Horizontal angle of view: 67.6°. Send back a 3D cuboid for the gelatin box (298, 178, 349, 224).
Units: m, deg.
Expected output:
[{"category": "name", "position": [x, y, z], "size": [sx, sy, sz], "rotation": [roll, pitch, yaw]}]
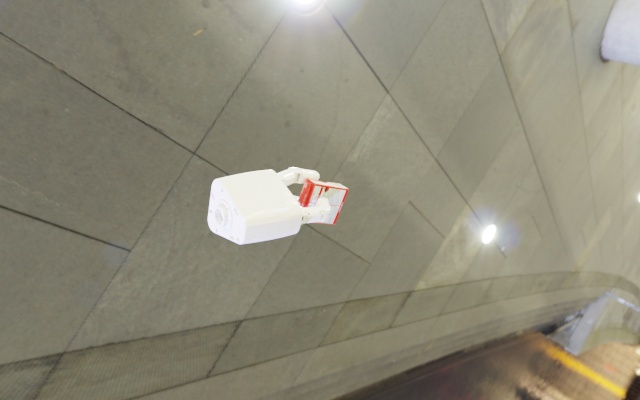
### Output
[{"category": "gelatin box", "position": [0.001, 0.003, 0.854], "size": [0.089, 0.073, 0.030], "rotation": [7, 20, -43]}]
